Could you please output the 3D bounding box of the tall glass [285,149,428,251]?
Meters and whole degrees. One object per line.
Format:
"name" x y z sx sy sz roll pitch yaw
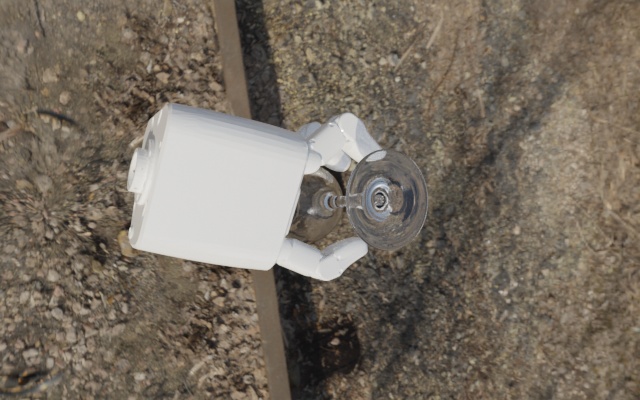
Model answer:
"tall glass" 0.001 0.001 0.432 0.079 0.079 0.201 0 -1 -30
